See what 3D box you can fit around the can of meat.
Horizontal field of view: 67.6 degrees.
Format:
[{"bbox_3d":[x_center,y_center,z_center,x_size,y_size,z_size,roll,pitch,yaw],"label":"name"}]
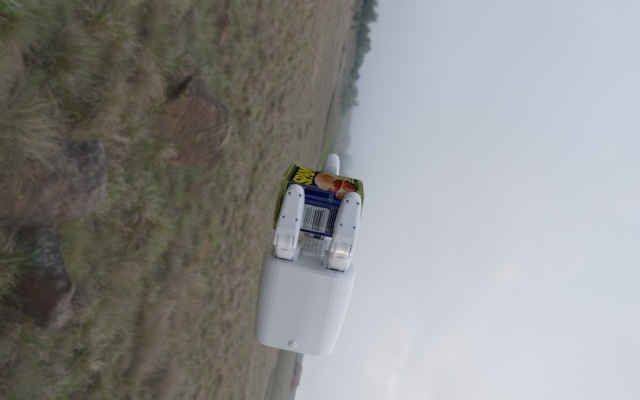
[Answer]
[{"bbox_3d":[0.000,0.002,0.513,0.084,0.057,0.102,12,16,1],"label":"can of meat"}]
